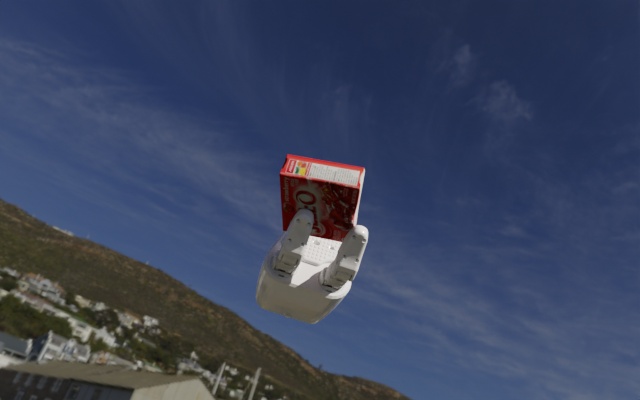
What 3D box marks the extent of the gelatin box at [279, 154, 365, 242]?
[{"bbox_3d":[0.000,0.001,0.456,0.073,0.030,0.089,11,-39,6],"label":"gelatin box"}]
